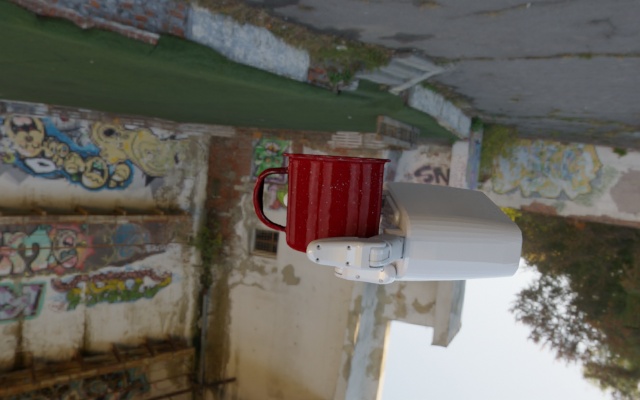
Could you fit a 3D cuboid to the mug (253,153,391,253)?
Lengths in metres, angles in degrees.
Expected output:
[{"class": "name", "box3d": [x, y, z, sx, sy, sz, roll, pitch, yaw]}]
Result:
[{"class": "mug", "box3d": [-0.001, 0.002, 0.415, 0.117, 0.081, 0.093, 3, 5, -6]}]
